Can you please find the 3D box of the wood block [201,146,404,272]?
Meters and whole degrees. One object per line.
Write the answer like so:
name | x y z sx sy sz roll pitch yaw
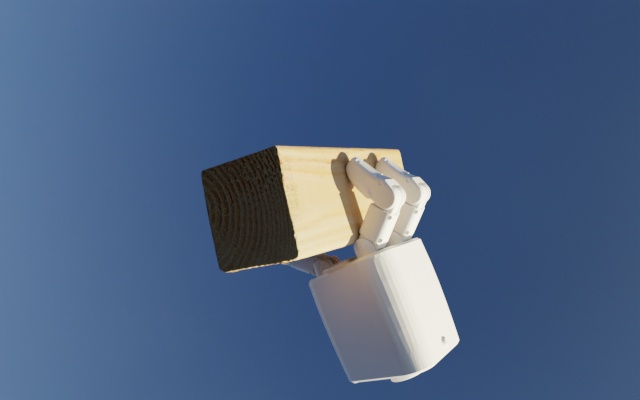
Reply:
wood block | 0.000 0.002 0.461 0.091 0.090 0.206 -14 -4 35
